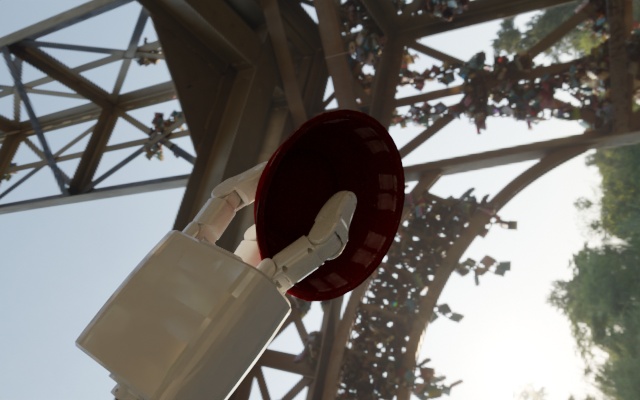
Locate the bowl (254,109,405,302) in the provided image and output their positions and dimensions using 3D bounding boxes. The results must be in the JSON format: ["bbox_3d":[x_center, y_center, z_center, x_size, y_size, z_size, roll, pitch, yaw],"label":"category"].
[{"bbox_3d":[0.001,0.001,0.413,0.162,0.162,0.055,0,12,-40],"label":"bowl"}]
